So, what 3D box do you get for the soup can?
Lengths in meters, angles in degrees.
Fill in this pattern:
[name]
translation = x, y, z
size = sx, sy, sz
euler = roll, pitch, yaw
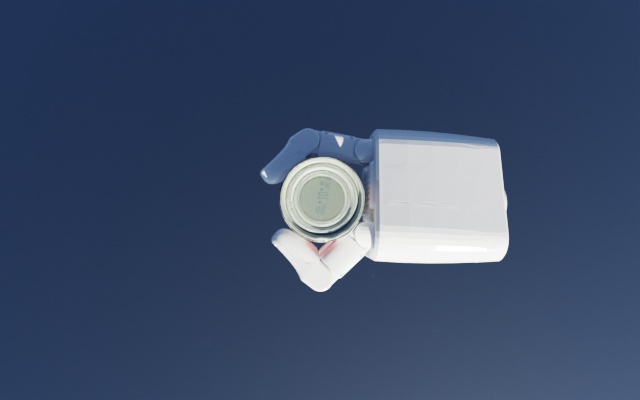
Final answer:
[soup can]
translation = 0.000, 0.001, 0.412
size = 0.068, 0.068, 0.102
euler = 0, -3, -2
